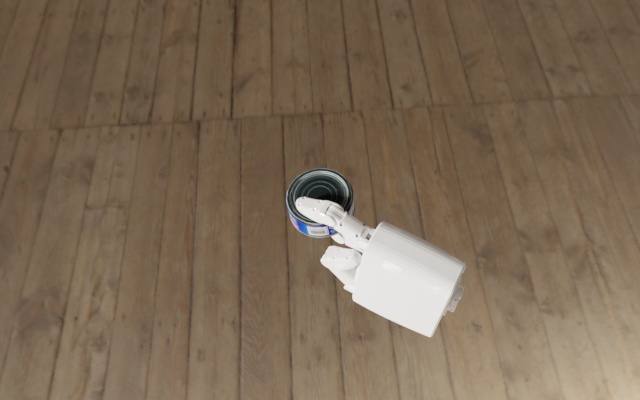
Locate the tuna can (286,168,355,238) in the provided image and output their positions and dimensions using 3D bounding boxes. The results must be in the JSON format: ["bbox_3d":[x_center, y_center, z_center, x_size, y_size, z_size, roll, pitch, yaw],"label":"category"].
[{"bbox_3d":[0.000,0.002,0.602,0.086,0.086,0.034,0,-31,8],"label":"tuna can"}]
